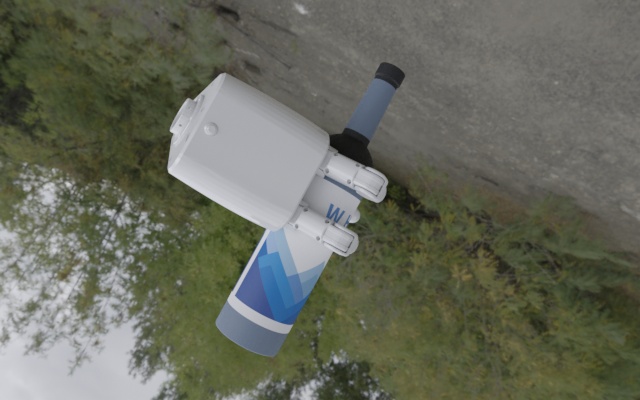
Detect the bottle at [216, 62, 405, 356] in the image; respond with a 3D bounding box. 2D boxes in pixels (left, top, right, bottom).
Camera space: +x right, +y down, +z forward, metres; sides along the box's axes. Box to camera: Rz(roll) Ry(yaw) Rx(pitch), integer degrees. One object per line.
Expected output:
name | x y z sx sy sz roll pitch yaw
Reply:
bottle | 0.000 0.002 0.460 0.069 0.295 0.069 29 -2 1
